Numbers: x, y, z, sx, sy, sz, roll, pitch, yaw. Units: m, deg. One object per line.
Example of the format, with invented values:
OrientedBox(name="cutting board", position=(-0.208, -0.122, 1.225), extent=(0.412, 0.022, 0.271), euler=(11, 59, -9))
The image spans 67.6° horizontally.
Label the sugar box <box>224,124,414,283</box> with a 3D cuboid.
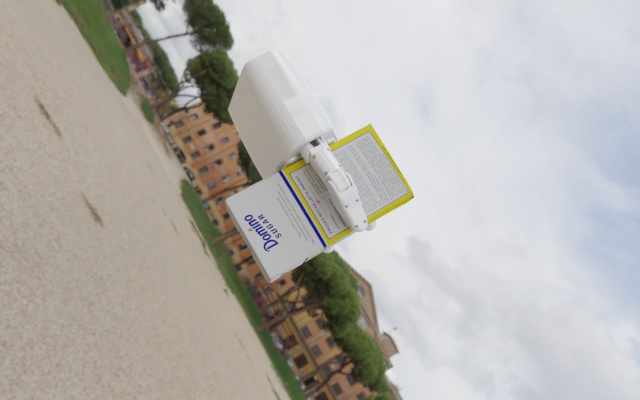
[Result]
OrientedBox(name="sugar box", position=(0.000, 0.002, 0.498), extent=(0.176, 0.093, 0.048), euler=(-29, -9, -13))
